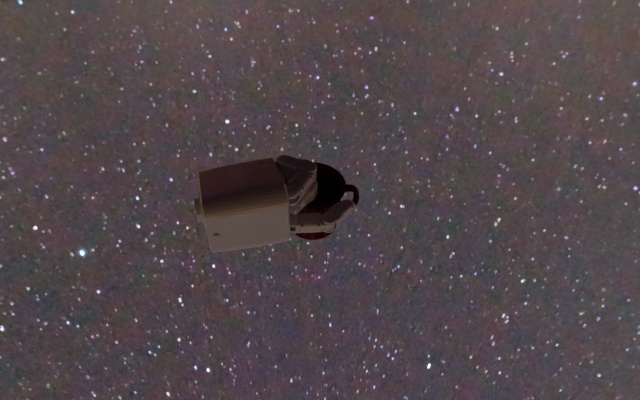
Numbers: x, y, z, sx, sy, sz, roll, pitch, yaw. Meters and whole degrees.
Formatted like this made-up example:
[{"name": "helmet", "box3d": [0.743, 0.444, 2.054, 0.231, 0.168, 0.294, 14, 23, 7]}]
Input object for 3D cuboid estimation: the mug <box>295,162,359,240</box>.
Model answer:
[{"name": "mug", "box3d": [0.001, 0.002, 0.711, 0.117, 0.093, 0.082, -8, -42, -11]}]
